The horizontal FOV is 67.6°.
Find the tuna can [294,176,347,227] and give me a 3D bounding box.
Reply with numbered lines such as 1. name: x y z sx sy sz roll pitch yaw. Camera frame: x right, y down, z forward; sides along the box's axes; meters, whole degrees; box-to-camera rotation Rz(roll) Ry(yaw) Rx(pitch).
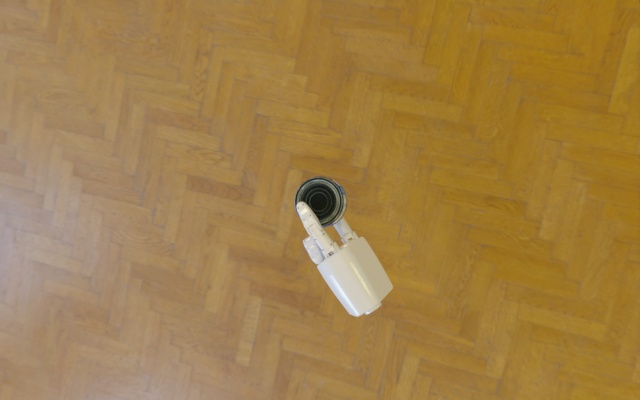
1. tuna can: 0.000 0.003 0.802 0.086 0.086 0.034 0 -2 14
